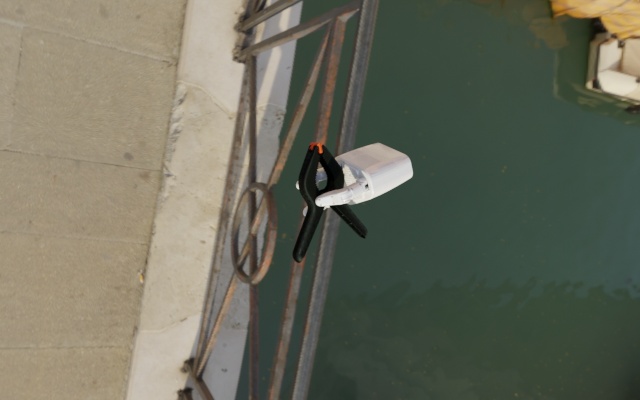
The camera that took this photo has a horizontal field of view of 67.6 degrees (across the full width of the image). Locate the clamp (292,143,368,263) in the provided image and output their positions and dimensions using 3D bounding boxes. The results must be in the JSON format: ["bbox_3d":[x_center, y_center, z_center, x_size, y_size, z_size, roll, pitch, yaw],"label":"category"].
[{"bbox_3d":[0.001,0.002,0.863,0.164,0.210,0.036,-25,19,-30],"label":"clamp"}]
